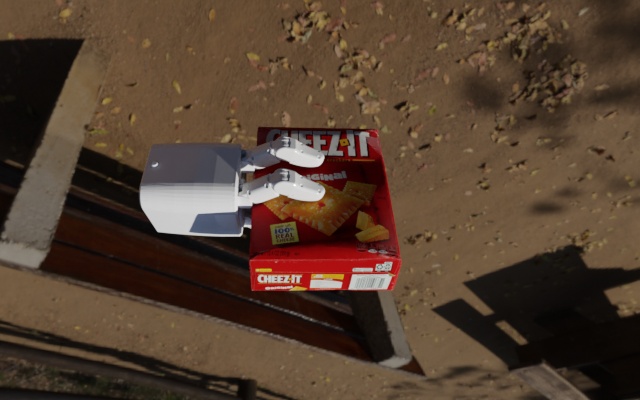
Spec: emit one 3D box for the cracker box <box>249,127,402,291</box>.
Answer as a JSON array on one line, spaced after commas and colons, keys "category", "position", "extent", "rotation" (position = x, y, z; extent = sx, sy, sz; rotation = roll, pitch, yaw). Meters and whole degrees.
[{"category": "cracker box", "position": [0.000, 0.002, 0.583], "extent": [0.164, 0.213, 0.072], "rotation": [1, -40, -5]}]
